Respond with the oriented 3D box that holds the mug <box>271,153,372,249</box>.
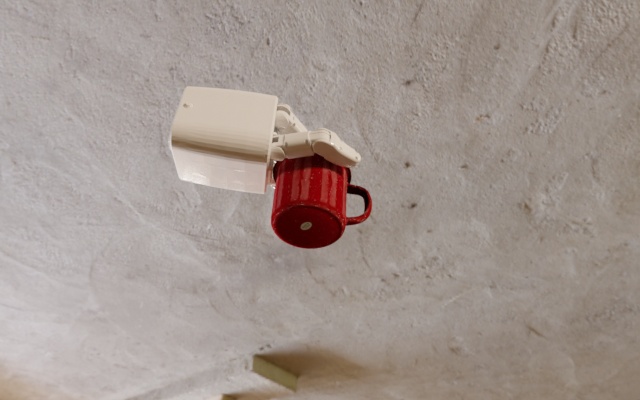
[{"bbox_3d":[0.001,0.002,0.538,0.117,0.081,0.093,8,-42,-5],"label":"mug"}]
